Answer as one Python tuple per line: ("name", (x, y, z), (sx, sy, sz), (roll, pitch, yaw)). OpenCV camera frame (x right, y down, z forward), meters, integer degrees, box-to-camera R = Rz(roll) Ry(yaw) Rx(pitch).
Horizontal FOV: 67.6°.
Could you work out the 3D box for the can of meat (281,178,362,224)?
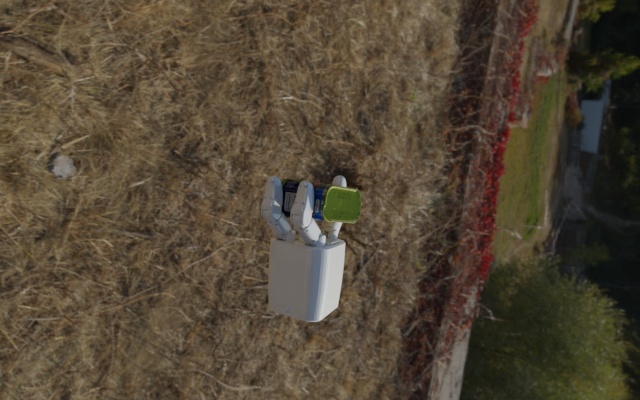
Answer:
("can of meat", (0.000, 0.002, 0.695), (0.084, 0.057, 0.102), (7, 1, 36))
